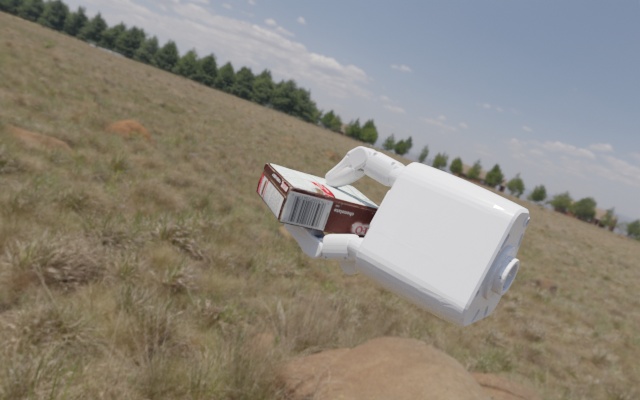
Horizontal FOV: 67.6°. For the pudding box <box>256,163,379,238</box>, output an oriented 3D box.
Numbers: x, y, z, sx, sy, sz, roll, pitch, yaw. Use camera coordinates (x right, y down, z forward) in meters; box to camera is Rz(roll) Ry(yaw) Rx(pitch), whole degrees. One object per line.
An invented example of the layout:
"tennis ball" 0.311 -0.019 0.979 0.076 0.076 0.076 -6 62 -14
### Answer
"pudding box" 0.000 0.001 0.493 0.113 0.039 0.090 16 12 -26
